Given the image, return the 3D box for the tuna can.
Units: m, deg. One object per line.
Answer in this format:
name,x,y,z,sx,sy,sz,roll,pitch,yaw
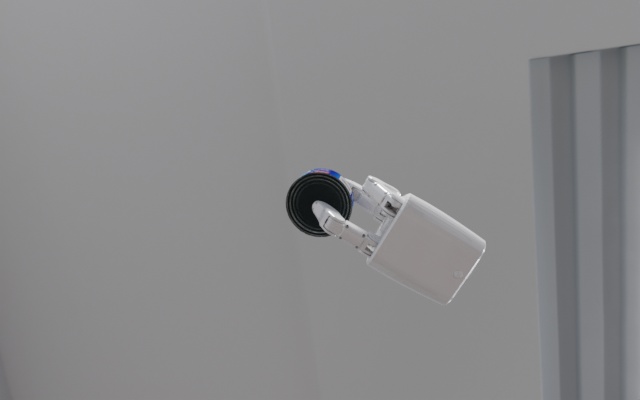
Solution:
tuna can,0.000,0.002,0.621,0.086,0.086,0.033,0,15,9
